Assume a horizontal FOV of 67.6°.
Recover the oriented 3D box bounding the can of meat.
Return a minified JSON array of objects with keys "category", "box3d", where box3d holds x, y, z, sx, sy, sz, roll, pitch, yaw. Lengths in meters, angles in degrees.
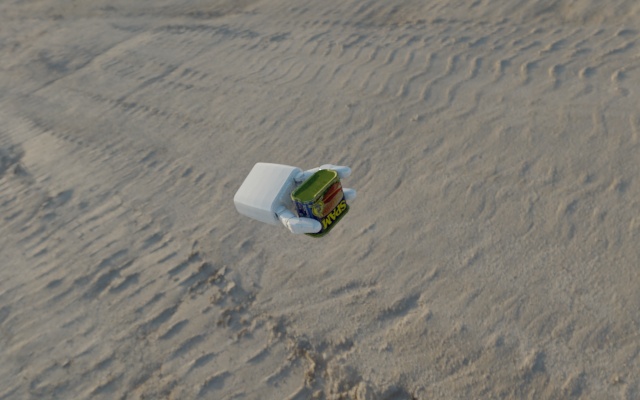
[{"category":"can of meat","box3d":[0.000,0.003,0.868,0.057,0.084,0.102,16,47,38]}]
